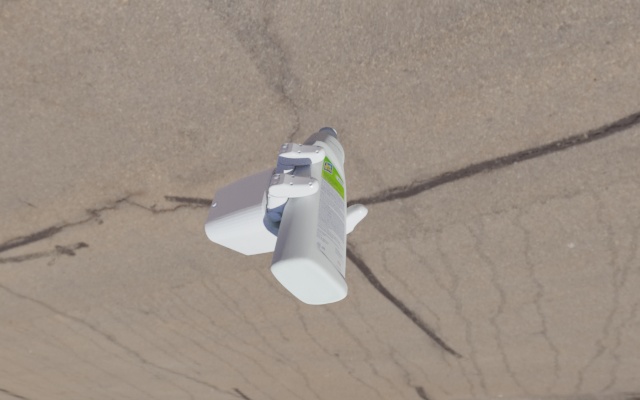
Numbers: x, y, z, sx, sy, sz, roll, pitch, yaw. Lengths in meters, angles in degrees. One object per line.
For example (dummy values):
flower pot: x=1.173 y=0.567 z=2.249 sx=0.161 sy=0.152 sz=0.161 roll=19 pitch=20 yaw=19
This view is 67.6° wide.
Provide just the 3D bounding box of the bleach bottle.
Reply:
bleach bottle: x=0.000 y=0.002 z=0.634 sx=0.068 sy=0.250 sz=0.103 roll=-16 pitch=-45 yaw=27
